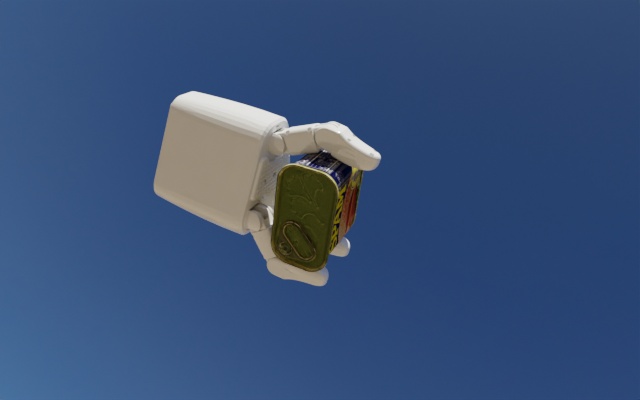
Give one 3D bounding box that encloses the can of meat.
[{"bbox_3d":[0.000,0.001,0.451,0.057,0.102,0.084,18,30,17],"label":"can of meat"}]
